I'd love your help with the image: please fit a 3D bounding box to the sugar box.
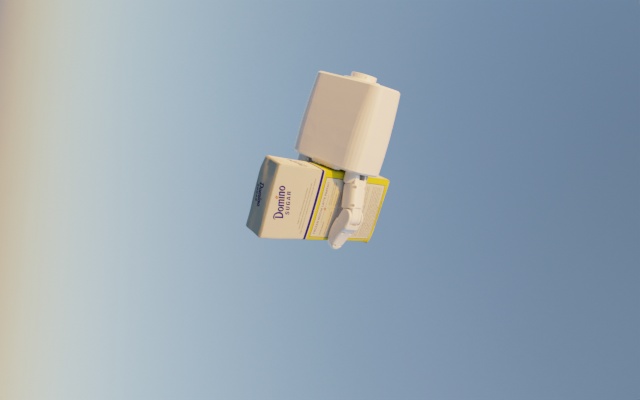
[{"bbox_3d":[0.000,0.002,0.603,0.176,0.093,0.048,8,15,-36],"label":"sugar box"}]
